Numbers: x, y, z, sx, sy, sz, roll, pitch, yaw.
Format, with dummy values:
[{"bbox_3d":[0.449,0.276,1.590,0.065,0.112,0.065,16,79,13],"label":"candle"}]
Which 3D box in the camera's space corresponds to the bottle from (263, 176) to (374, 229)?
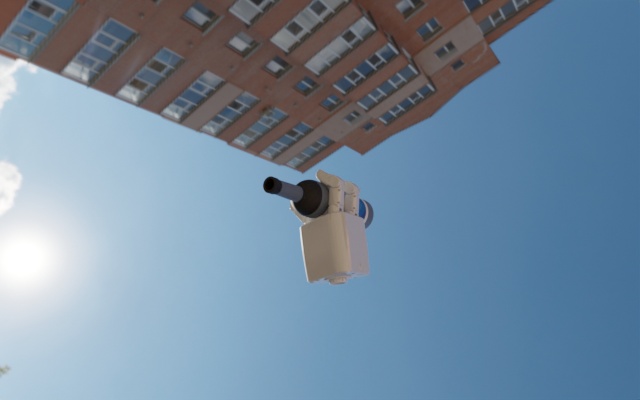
[{"bbox_3d":[0.000,0.003,0.875,0.069,0.069,0.296,0,-11,34],"label":"bottle"}]
